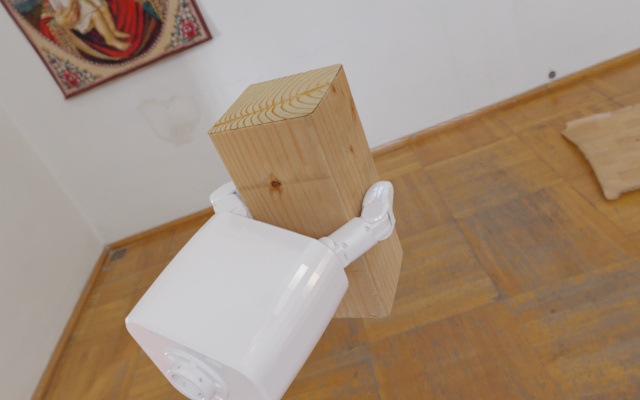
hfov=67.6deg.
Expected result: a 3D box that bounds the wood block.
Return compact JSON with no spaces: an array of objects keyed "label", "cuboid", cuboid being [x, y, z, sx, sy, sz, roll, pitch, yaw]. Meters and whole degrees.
[{"label":"wood block","cuboid":[0.000,0.001,0.421,0.091,0.206,0.090,-6,35,24]}]
